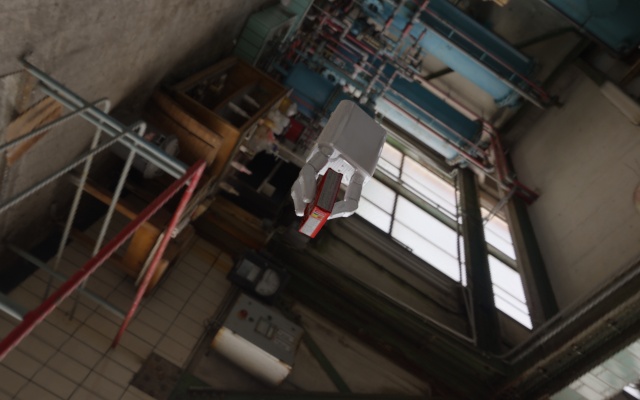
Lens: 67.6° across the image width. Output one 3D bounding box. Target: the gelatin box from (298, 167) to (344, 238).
[{"bbox_3d":[0.000,0.003,0.750,0.030,0.089,0.073,25,-41,-9],"label":"gelatin box"}]
